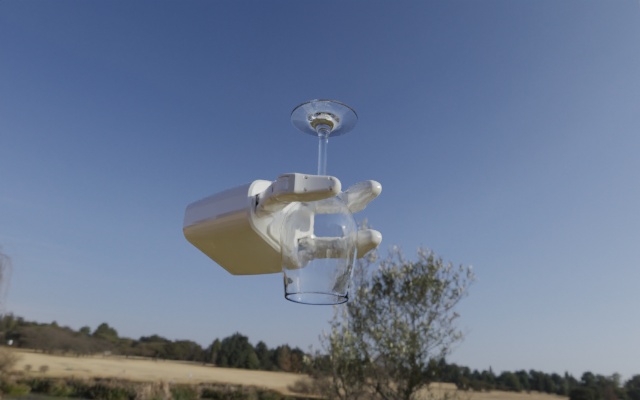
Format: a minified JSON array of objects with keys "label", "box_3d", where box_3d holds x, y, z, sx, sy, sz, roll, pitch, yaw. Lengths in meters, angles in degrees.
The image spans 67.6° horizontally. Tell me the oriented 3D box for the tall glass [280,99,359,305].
[{"label":"tall glass","box_3d":[0.000,0.001,0.489,0.079,0.201,0.079,2,-23,1]}]
